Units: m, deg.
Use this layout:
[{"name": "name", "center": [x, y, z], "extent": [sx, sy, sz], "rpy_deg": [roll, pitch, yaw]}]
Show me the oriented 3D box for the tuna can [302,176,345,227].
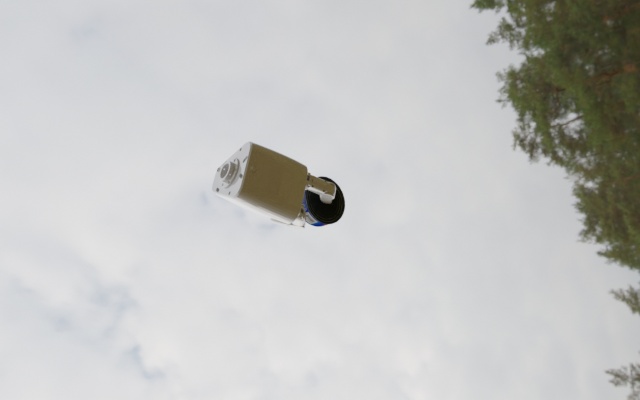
[{"name": "tuna can", "center": [0.000, 0.003, 0.839], "extent": [0.086, 0.086, 0.034], "rpy_deg": [0, -13, -38]}]
